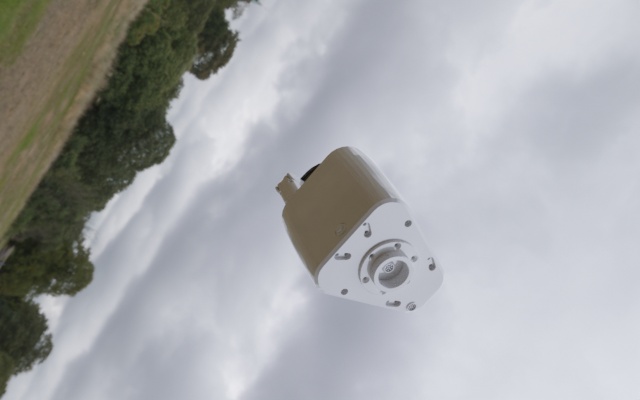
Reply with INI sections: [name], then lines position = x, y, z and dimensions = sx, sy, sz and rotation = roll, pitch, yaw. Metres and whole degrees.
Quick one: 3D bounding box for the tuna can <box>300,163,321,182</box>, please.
[tuna can]
position = 0.000, 0.002, 0.540
dimensions = 0.034, 0.086, 0.086
rotation = 32, -18, -31
